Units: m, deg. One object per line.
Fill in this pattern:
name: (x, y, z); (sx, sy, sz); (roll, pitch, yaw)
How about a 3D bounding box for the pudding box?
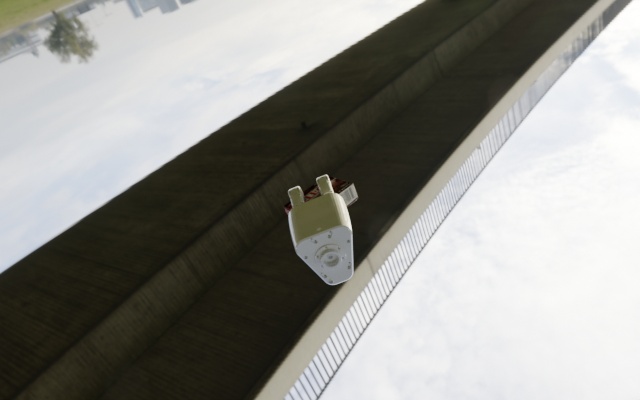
pudding box: (0.000, 0.003, 0.887); (0.113, 0.039, 0.090); (-35, 29, -22)
